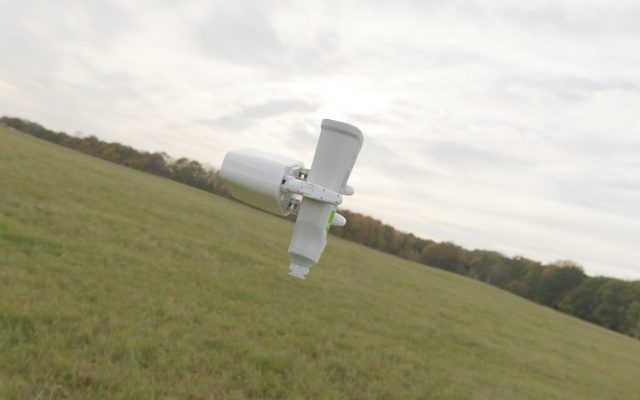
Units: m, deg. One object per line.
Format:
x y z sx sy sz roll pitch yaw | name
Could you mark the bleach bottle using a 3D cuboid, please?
0.000 0.002 0.767 0.068 0.251 0.102 18 -3 12 | bleach bottle
